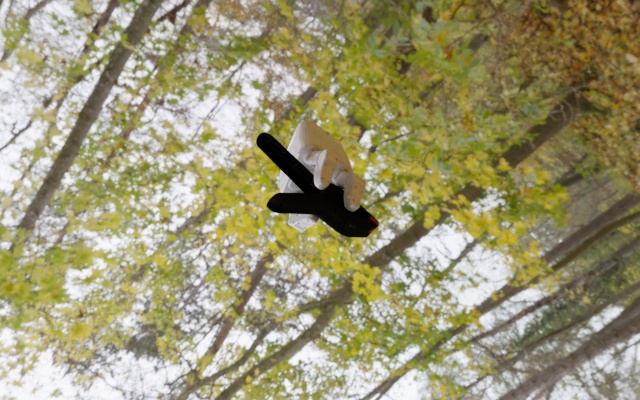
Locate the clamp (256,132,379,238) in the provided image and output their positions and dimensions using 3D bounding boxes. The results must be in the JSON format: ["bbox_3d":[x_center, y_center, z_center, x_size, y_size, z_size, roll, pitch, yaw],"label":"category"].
[{"bbox_3d":[0.000,0.003,0.647,0.210,0.036,0.164,34,24,-24],"label":"clamp"}]
